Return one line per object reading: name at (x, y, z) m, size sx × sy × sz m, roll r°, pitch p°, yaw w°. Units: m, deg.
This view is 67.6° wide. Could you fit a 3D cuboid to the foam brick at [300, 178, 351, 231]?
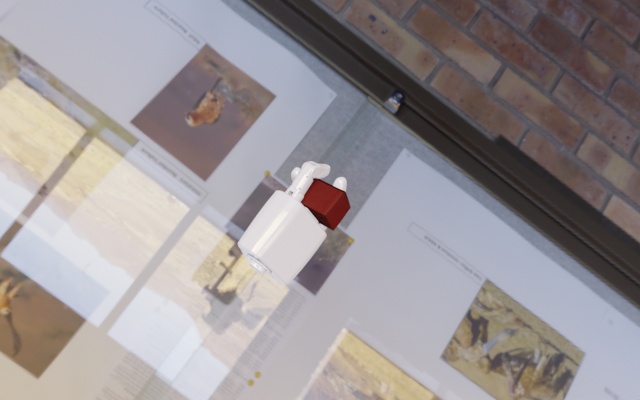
foam brick at (0.000, 0.002, 0.764) m, size 0.078 × 0.051 × 0.053 m, roll 27°, pitch -20°, yaw 29°
